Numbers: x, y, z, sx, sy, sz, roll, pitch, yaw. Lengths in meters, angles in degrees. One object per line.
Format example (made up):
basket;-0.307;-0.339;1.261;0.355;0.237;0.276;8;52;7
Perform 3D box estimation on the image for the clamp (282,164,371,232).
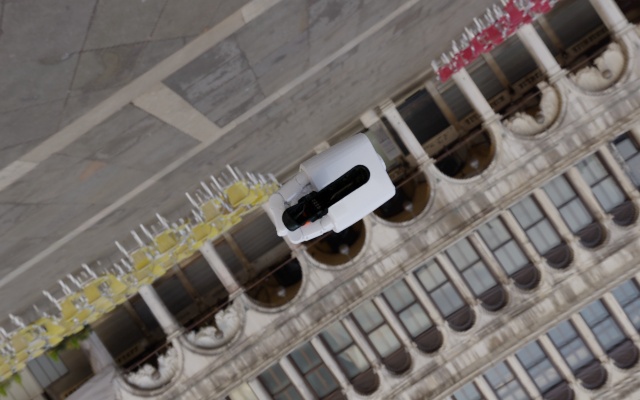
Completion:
clamp;0.000;0.003;0.615;0.120;0.039;0.171;-27;0;-9
